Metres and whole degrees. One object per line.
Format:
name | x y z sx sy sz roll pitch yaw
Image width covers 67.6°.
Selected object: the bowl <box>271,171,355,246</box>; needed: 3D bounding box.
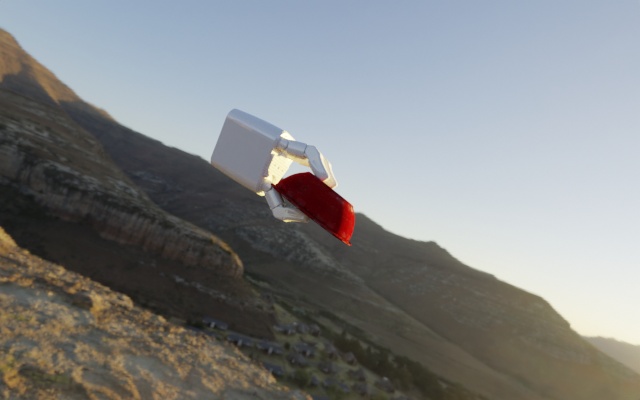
bowl | 0.001 0.003 0.763 0.162 0.055 0.162 38 1 -1
